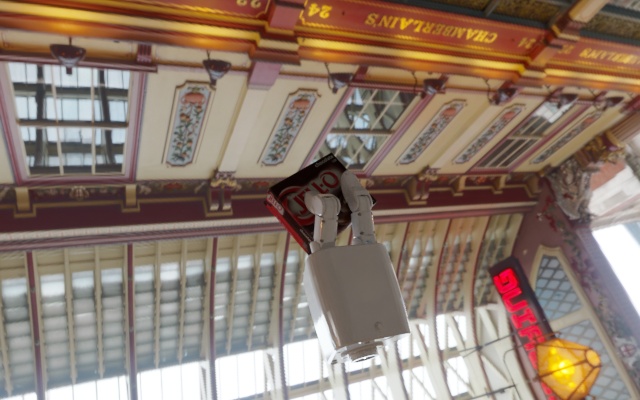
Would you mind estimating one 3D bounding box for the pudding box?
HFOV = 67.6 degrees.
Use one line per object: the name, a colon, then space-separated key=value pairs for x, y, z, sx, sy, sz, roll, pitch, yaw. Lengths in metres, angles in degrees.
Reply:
pudding box: x=0.000 y=0.002 z=0.591 sx=0.113 sy=0.090 sz=0.039 roll=-33 pitch=-14 yaw=-37
